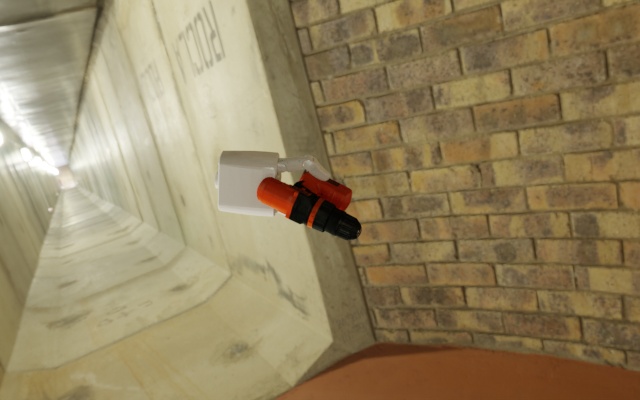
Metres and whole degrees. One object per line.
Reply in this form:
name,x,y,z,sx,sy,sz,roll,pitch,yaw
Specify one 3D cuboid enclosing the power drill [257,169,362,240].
power drill,0.000,0.003,0.840,0.184,0.057,0.187,26,14,10
